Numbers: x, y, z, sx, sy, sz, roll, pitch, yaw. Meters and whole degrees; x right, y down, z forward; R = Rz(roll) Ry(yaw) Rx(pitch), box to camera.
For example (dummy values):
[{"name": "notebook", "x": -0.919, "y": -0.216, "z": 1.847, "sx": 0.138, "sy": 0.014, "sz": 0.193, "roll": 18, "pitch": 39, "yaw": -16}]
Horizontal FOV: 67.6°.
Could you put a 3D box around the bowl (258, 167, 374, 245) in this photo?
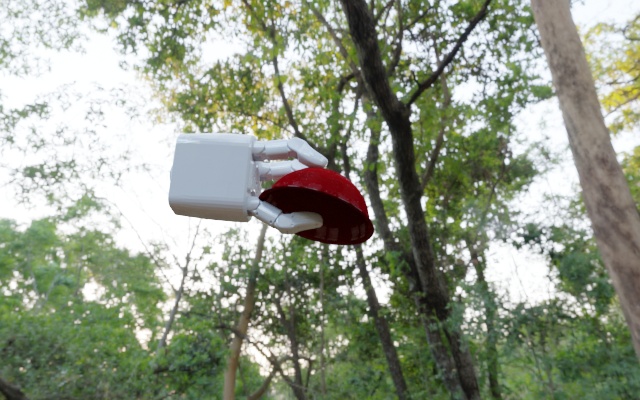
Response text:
[{"name": "bowl", "x": 0.001, "y": 0.002, "z": 0.652, "sx": 0.162, "sy": 0.055, "sz": 0.162, "roll": 14, "pitch": -26, "yaw": 7}]
